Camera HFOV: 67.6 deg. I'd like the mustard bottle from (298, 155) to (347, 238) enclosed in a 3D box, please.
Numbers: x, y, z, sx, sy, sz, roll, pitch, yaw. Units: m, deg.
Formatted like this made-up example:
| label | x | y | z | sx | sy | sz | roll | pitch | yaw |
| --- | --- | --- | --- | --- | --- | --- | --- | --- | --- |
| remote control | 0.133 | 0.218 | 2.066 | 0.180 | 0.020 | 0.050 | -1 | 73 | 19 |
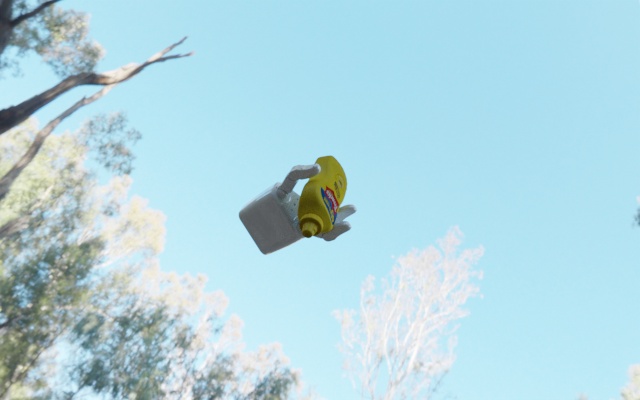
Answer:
| label | x | y | z | sx | sy | sz | roll | pitch | yaw |
| --- | --- | --- | --- | --- | --- | --- | --- | --- | --- |
| mustard bottle | 0.000 | 0.003 | 0.869 | 0.058 | 0.096 | 0.191 | -6 | 32 | 21 |
